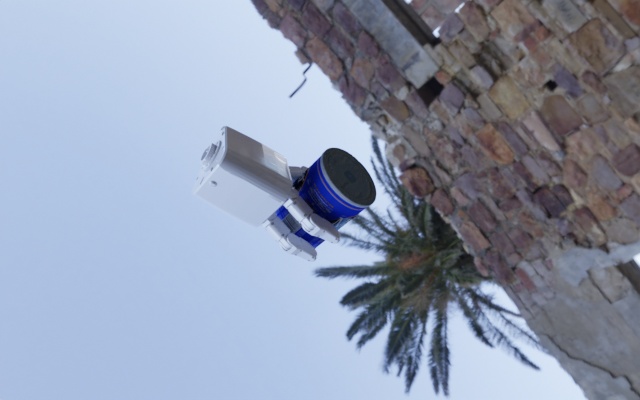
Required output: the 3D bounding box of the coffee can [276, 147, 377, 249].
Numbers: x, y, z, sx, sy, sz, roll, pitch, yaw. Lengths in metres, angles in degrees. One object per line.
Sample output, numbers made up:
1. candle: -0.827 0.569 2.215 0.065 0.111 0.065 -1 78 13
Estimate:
1. coffee can: 0.000 0.002 0.724 0.103 0.102 0.140 0 -33 -48
